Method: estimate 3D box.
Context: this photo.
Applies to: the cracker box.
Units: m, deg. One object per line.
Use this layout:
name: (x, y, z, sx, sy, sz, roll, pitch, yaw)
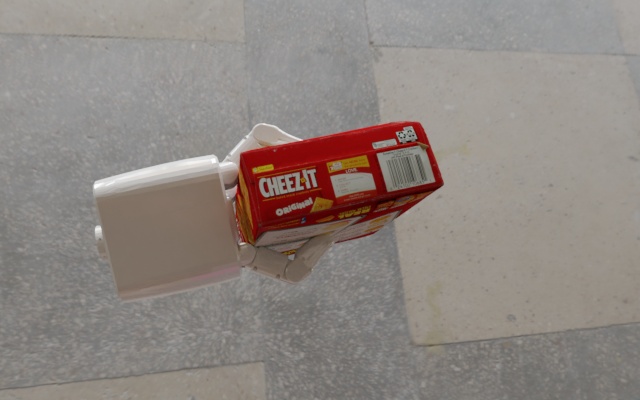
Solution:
cracker box: (0.000, 0.002, 0.487, 0.164, 0.072, 0.214, -13, -12, -14)
